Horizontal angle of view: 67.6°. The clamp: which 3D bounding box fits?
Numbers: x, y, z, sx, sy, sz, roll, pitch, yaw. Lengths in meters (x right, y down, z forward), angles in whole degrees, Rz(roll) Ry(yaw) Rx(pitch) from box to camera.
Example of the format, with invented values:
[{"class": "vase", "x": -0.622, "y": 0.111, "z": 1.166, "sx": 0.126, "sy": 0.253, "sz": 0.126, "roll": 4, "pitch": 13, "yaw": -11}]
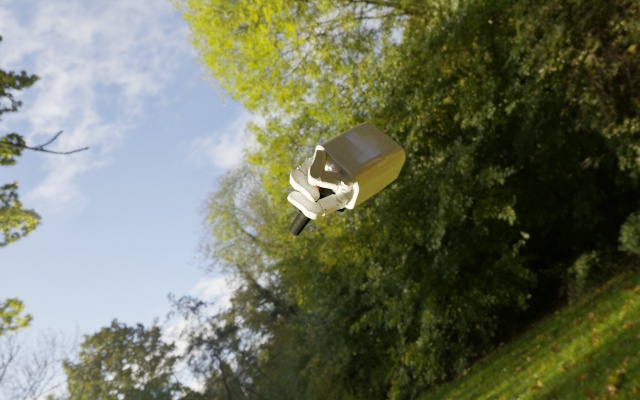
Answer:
[{"class": "clamp", "x": 0.000, "y": 0.002, "z": 0.862, "sx": 0.120, "sy": 0.039, "sz": 0.171, "roll": -30, "pitch": -19, "yaw": -19}]
